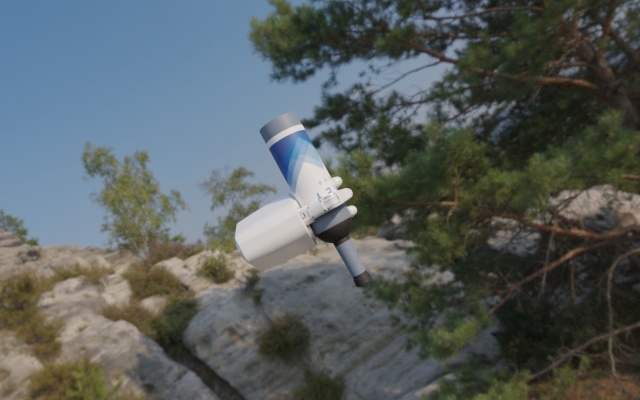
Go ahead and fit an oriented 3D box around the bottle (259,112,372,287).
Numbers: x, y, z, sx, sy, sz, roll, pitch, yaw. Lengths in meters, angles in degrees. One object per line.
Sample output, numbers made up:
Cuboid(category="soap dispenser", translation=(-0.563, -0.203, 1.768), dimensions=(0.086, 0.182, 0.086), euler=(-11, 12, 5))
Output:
Cuboid(category="bottle", translation=(0.000, 0.002, 0.767), dimensions=(0.069, 0.295, 0.069), euler=(-28, -3, -1))
